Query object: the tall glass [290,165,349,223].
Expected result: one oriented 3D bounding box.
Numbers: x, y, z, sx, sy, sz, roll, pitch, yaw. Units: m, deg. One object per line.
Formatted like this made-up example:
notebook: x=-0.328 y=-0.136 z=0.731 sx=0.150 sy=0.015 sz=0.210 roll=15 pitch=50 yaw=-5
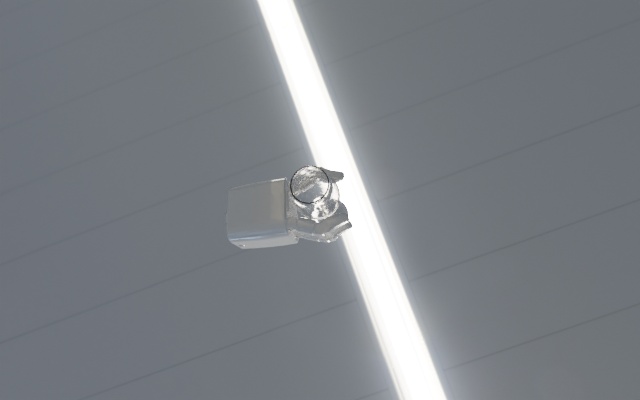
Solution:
tall glass: x=0.000 y=0.003 z=0.825 sx=0.079 sy=0.079 sz=0.201 roll=0 pitch=-16 yaw=10
